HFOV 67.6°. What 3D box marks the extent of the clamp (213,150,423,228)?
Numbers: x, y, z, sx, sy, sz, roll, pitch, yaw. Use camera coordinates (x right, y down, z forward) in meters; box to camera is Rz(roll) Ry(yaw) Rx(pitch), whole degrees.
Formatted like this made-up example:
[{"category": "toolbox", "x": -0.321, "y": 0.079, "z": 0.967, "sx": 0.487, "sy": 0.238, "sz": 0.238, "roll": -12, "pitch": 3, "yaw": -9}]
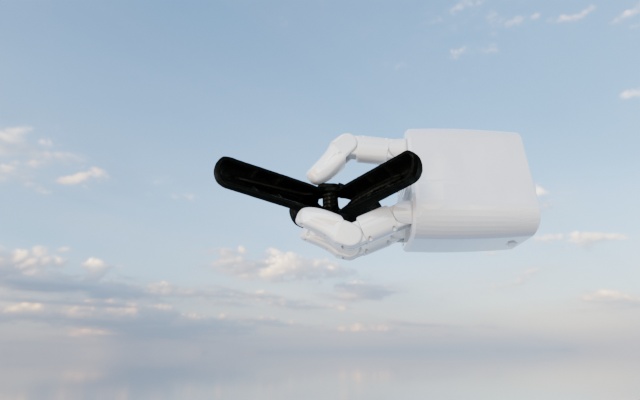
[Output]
[{"category": "clamp", "x": 0.000, "y": 0.001, "z": 0.454, "sx": 0.164, "sy": 0.036, "sz": 0.210, "roll": 2, "pitch": -17, "yaw": 4}]
